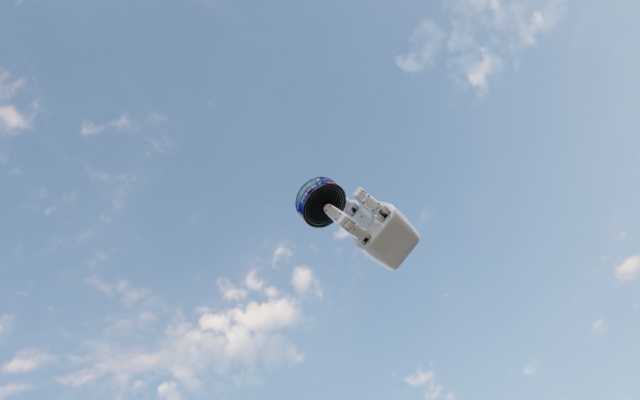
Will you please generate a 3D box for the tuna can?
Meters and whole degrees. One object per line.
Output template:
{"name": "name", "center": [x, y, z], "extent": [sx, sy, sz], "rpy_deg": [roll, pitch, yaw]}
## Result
{"name": "tuna can", "center": [0.000, 0.002, 0.829], "extent": [0.086, 0.086, 0.033], "rpy_deg": [0, 27, -33]}
